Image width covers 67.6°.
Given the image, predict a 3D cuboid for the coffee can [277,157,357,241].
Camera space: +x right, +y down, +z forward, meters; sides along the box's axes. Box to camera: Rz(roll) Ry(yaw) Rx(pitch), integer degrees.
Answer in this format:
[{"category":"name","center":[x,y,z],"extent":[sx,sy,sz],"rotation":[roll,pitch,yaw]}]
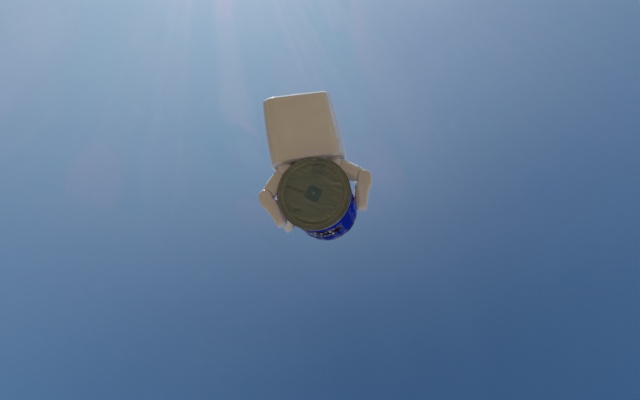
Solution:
[{"category":"coffee can","center":[0.000,0.002,0.716],"extent":[0.103,0.102,0.140],"rotation":[0,-10,8]}]
